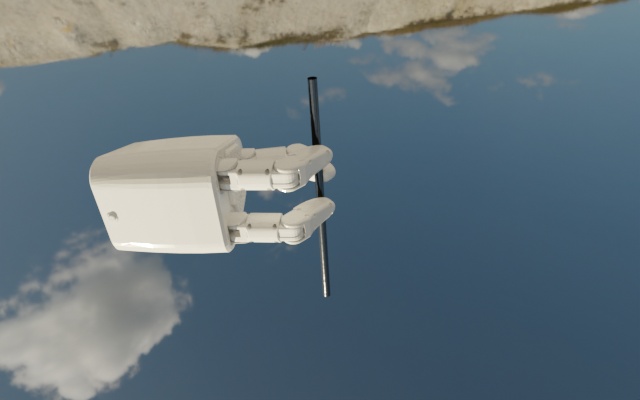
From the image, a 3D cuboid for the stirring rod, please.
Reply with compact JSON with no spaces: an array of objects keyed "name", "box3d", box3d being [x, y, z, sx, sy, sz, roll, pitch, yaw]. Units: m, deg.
[{"name":"stirring rod","box3d":[0.000,0.001,0.452,0.011,0.240,0.011,-3,33,2]}]
